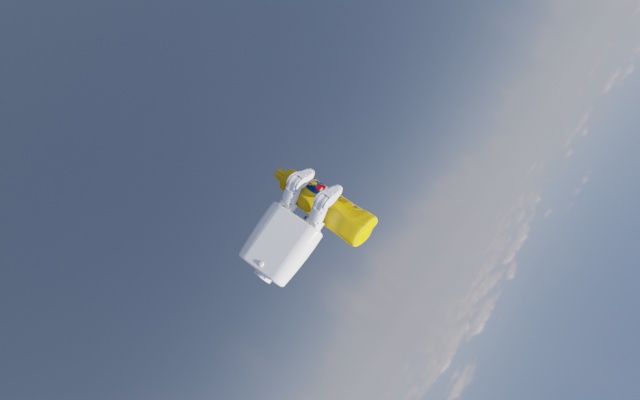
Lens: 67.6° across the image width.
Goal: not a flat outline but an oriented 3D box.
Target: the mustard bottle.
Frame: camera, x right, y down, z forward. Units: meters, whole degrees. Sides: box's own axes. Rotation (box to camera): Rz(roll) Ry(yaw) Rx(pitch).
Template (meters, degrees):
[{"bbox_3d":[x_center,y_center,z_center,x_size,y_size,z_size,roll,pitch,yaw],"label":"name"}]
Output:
[{"bbox_3d":[0.001,0.003,0.810,0.191,0.058,0.096,34,18,16],"label":"mustard bottle"}]
